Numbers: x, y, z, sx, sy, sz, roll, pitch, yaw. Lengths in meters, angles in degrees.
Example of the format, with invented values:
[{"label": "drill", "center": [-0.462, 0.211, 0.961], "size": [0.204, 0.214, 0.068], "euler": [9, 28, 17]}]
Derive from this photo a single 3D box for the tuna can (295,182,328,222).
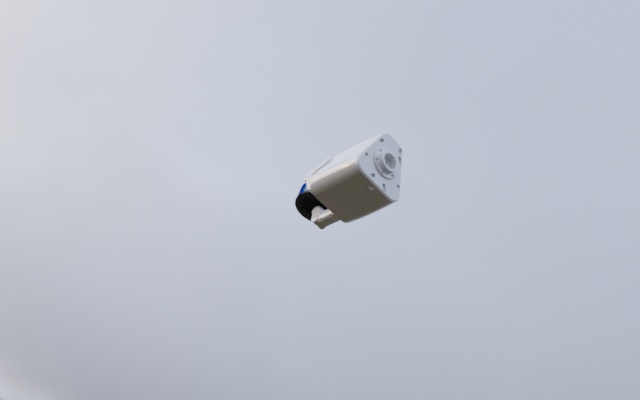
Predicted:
[{"label": "tuna can", "center": [0.000, 0.002, 0.849], "size": [0.086, 0.033, 0.086], "euler": [13, -39, 11]}]
